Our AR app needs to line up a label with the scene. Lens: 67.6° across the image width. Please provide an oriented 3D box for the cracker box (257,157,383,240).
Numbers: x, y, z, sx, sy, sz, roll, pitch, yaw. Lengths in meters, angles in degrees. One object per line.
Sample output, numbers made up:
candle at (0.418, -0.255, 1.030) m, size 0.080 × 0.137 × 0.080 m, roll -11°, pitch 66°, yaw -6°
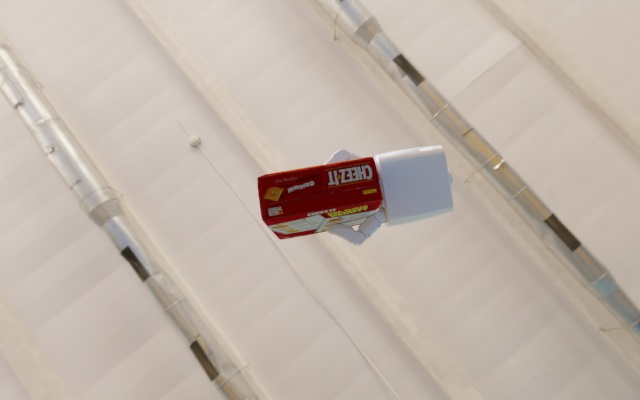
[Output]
cracker box at (0.000, 0.003, 0.735) m, size 0.164 × 0.072 × 0.214 m, roll -11°, pitch -11°, yaw -1°
